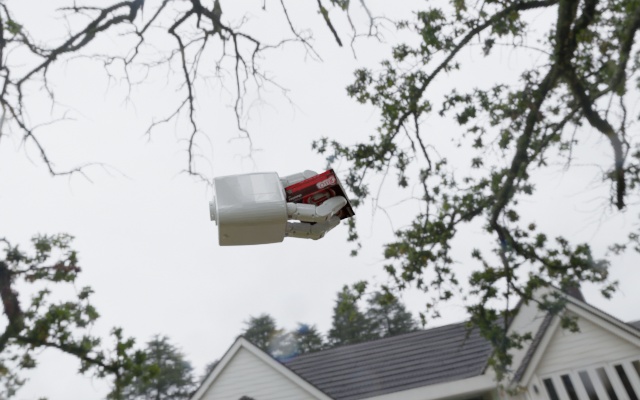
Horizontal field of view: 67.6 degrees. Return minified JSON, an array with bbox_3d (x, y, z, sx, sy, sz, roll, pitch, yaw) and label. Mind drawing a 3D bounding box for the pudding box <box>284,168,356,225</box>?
[{"bbox_3d":[0.000,0.002,0.799,0.090,0.039,0.113,-21,-31,9],"label":"pudding box"}]
